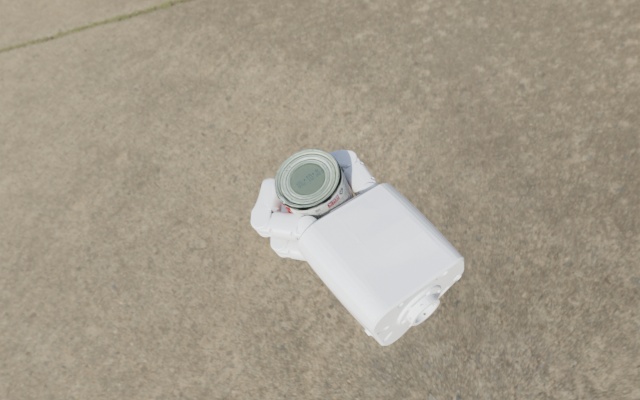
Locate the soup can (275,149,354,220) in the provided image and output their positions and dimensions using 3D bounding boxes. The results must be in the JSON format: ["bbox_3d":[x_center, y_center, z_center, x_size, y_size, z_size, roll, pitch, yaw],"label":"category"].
[{"bbox_3d":[0.000,0.001,0.493,0.068,0.068,0.102,0,-27,17],"label":"soup can"}]
